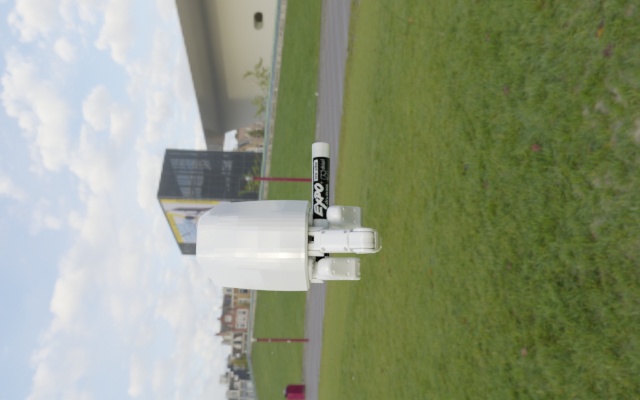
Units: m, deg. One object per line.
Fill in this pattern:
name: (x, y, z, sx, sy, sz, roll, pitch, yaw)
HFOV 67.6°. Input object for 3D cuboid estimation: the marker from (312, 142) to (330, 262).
marker: (0.000, 0.002, 0.485, 0.020, 0.121, 0.020, 1, -9, 0)
